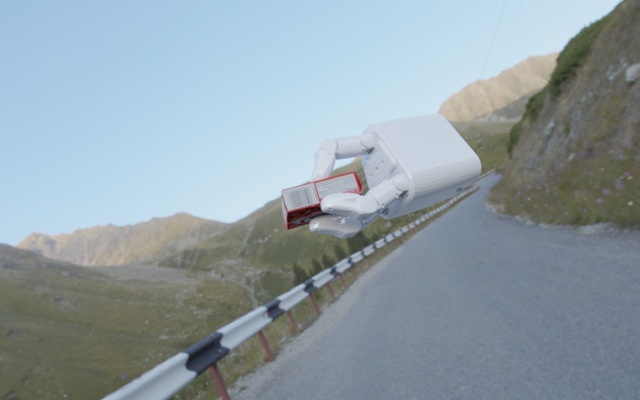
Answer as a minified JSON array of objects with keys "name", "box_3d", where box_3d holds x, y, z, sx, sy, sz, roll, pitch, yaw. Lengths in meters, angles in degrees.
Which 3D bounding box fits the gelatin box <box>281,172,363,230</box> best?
[{"name":"gelatin box","box_3d":[0.000,0.001,0.554,0.089,0.030,0.073,-15,-17,-9]}]
